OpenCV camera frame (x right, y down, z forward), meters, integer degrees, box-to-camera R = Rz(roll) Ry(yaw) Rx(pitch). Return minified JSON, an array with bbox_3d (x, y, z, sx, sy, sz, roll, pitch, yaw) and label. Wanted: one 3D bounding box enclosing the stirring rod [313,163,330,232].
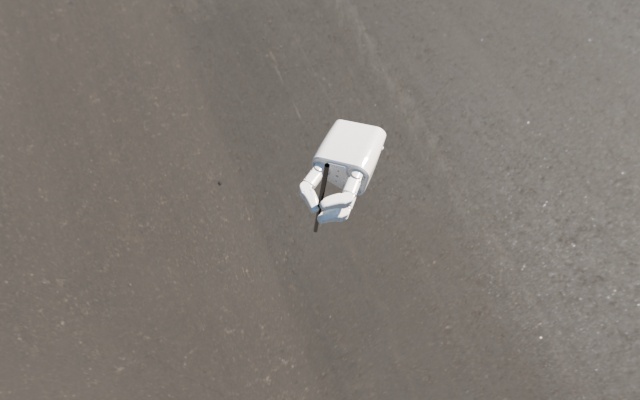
[{"bbox_3d":[0.000,0.003,0.831,0.011,0.011,0.240,0,-28,-5],"label":"stirring rod"}]
